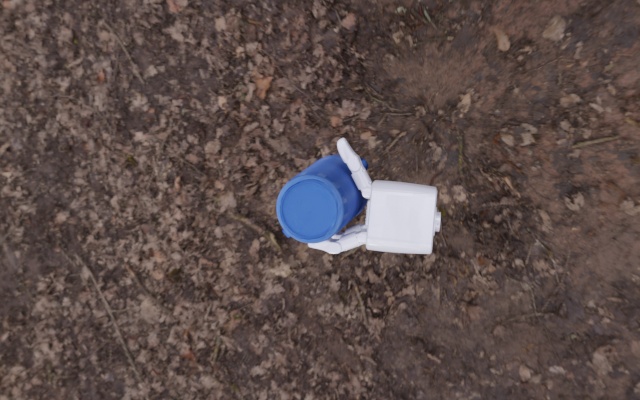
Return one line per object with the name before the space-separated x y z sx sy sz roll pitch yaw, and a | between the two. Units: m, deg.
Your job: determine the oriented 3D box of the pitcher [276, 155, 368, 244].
pitcher | 0.000 0.003 0.836 0.145 0.149 0.243 5 10 12
